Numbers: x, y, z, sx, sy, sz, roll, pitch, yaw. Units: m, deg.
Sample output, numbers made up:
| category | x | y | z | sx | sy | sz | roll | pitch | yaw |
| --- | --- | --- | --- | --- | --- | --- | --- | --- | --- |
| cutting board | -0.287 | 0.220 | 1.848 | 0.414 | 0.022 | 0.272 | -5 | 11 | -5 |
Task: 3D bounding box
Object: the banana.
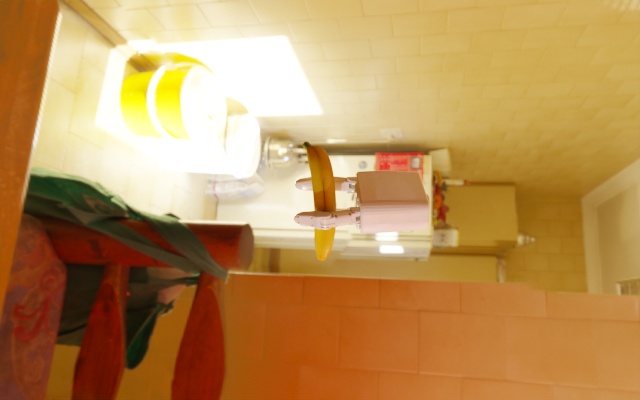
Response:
| category | x | y | z | sx | sy | sz | roll | pitch | yaw |
| --- | --- | --- | --- | --- | --- | --- | --- | --- | --- |
| banana | 0.003 | -0.002 | 0.759 | 0.037 | 0.198 | 0.069 | -5 | -3 | -11 |
